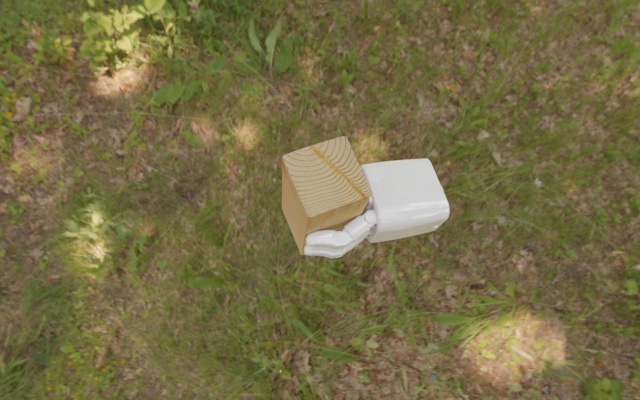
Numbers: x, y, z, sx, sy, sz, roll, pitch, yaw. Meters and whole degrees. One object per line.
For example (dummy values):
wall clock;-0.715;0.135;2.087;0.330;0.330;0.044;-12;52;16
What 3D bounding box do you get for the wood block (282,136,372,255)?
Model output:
wood block;0.000;0.002;0.692;0.090;0.090;0.206;-20;-17;-11
